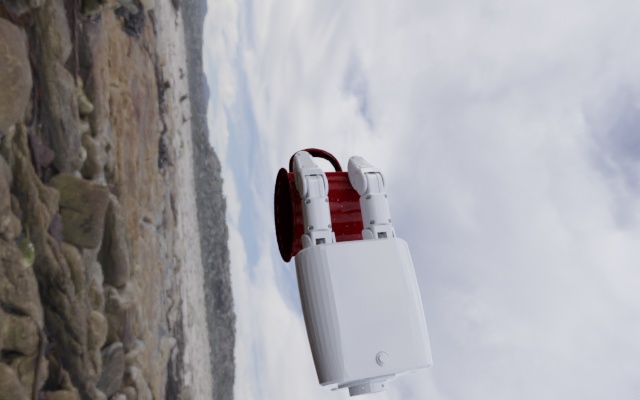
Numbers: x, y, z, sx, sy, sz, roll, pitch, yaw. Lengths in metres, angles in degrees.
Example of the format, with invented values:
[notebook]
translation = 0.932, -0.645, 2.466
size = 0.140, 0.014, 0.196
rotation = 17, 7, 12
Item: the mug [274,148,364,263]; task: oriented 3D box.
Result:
[mug]
translation = 0.000, 0.000, 0.481
size = 0.081, 0.117, 0.093
rotation = -3, -23, -16
